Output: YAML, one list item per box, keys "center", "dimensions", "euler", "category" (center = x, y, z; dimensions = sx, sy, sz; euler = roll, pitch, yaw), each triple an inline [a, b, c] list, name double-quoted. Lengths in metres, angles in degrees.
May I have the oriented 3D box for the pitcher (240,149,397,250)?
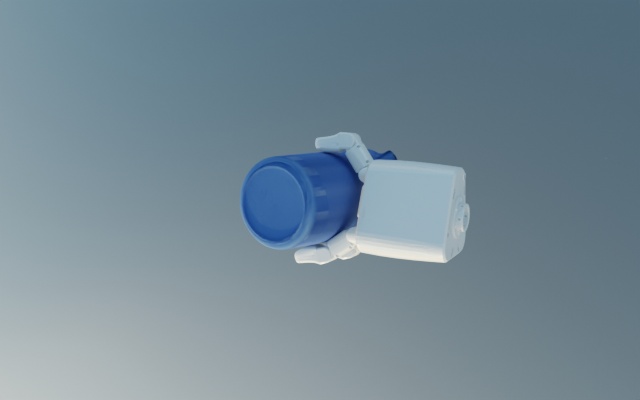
- center: [0.000, 0.002, 0.646]
  dimensions: [0.145, 0.149, 0.243]
  euler: [6, 8, 30]
  category: "pitcher"
